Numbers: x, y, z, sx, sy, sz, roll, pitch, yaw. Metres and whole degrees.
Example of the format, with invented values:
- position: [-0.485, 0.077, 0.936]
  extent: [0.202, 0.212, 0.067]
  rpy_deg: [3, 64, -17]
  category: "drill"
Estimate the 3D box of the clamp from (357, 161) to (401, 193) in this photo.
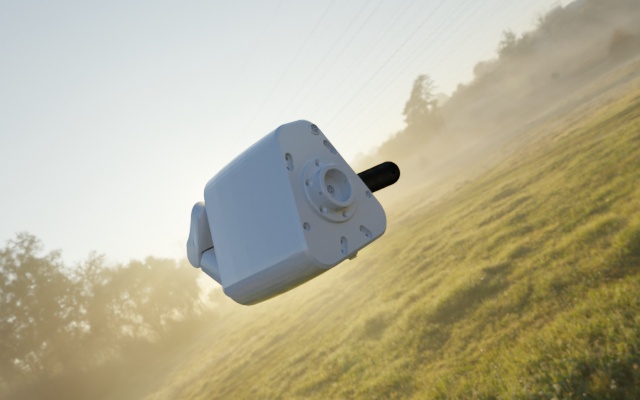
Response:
- position: [0.000, 0.001, 0.483]
  extent: [0.120, 0.039, 0.171]
  rpy_deg: [-27, 2, 45]
  category: "clamp"
